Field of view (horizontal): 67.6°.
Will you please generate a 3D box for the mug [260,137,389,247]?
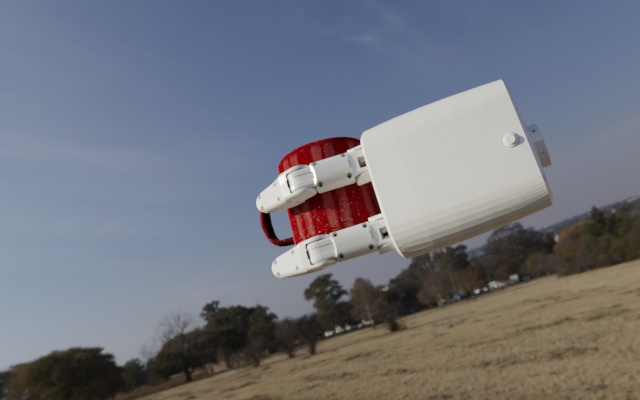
[{"bbox_3d":[-0.001,0.002,0.417,0.117,0.081,0.093,-20,-16,20],"label":"mug"}]
